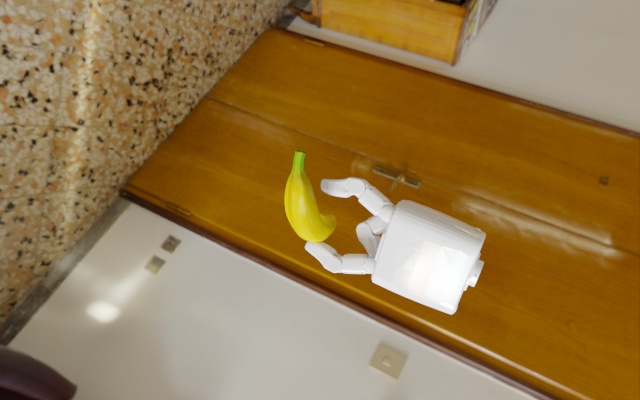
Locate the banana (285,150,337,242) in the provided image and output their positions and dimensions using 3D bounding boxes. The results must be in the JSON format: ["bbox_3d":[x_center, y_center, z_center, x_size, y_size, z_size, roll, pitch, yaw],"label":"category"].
[{"bbox_3d":[-0.009,0.016,0.591,0.037,0.069,0.198,22,-18,19],"label":"banana"}]
